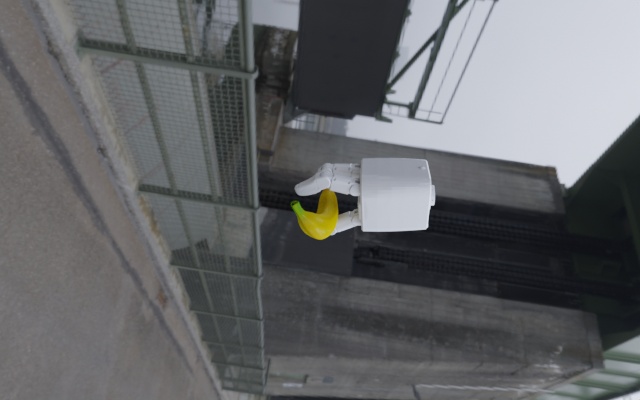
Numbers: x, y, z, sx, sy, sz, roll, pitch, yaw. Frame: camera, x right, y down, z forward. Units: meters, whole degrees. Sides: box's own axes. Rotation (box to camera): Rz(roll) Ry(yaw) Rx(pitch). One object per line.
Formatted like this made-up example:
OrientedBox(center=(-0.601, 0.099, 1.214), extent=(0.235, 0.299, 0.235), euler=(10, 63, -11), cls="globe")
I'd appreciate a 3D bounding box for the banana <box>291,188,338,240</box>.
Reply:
OrientedBox(center=(0.003, 0.021, 0.742), extent=(0.037, 0.069, 0.198), euler=(-9, 4, 14), cls="banana")
